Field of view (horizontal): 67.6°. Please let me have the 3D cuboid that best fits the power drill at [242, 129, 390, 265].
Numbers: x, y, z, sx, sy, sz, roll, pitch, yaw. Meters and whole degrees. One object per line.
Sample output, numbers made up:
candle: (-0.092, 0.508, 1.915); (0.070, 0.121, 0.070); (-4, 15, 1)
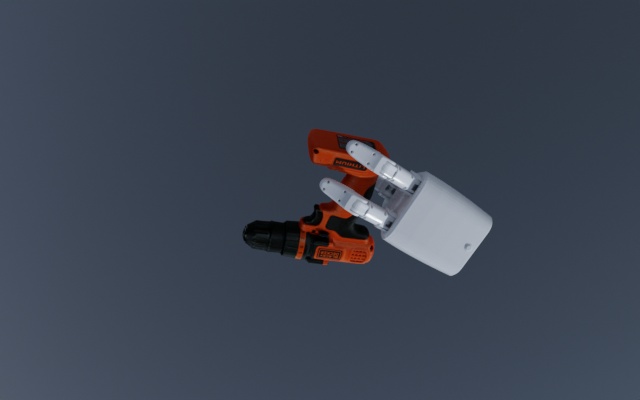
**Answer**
power drill: (0.000, 0.002, 0.628); (0.184, 0.188, 0.057); (7, 36, -13)
